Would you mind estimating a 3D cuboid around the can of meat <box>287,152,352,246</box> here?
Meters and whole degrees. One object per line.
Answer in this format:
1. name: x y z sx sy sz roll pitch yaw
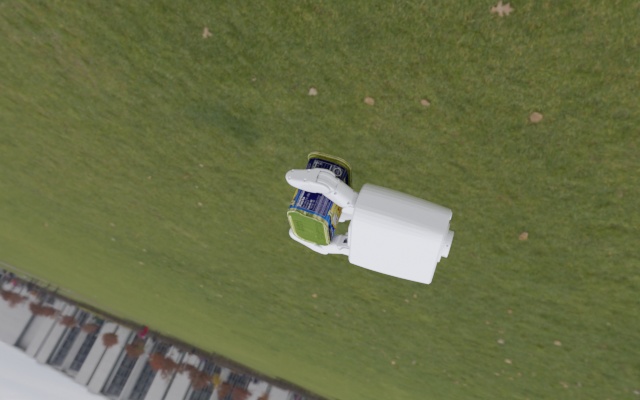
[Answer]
1. can of meat: 0.000 0.002 0.604 0.057 0.084 0.102 17 -22 12
